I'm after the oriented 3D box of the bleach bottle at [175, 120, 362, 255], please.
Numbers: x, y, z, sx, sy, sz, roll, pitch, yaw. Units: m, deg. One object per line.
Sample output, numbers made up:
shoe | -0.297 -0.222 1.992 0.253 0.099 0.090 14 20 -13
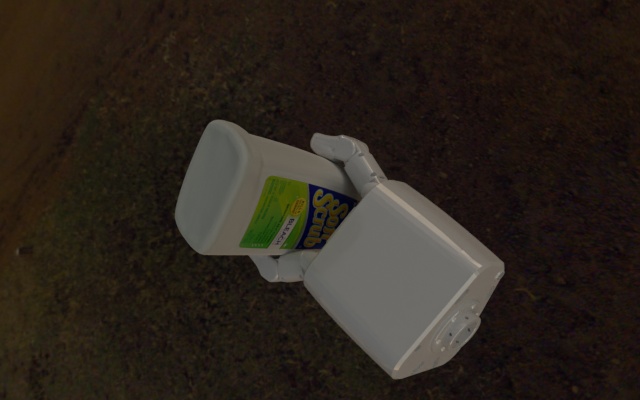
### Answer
bleach bottle | 0.000 0.002 0.442 0.251 0.102 0.068 7 27 -47
